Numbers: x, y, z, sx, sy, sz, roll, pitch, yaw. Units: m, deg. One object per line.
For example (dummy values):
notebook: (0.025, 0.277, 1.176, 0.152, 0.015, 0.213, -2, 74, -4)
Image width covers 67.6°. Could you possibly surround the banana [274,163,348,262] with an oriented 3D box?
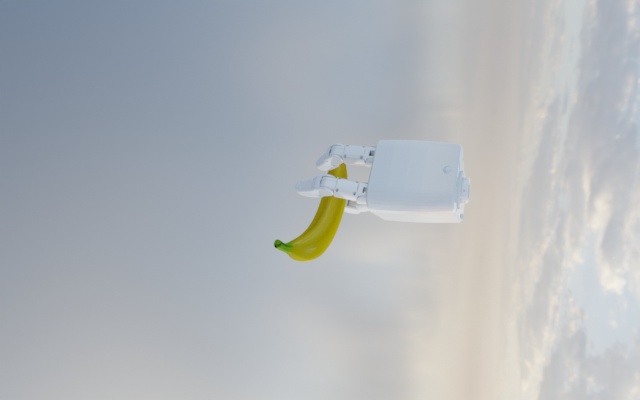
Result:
banana: (0.003, 0.019, 0.647, 0.037, 0.070, 0.197, 3, 39, 27)
